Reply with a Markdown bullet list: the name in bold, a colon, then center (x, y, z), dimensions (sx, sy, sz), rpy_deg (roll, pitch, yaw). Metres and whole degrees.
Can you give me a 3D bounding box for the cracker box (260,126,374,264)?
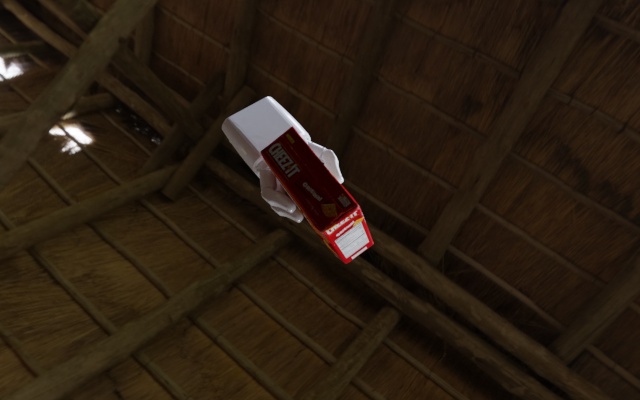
- **cracker box**: center (0.000, 0.002, 0.765), dimensions (0.072, 0.164, 0.214), rpy_deg (-38, -22, -2)
